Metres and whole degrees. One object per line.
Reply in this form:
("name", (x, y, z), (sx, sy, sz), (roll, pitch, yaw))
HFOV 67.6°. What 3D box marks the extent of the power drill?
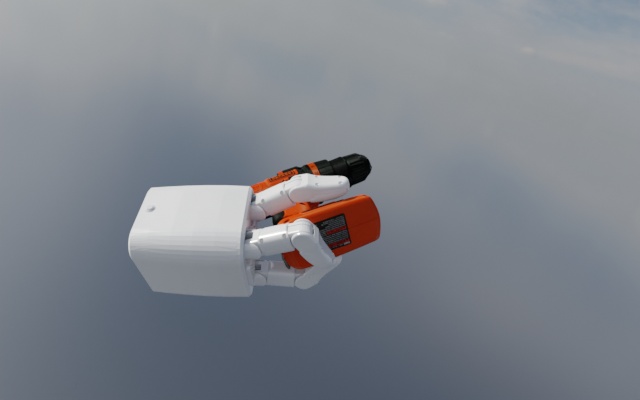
("power drill", (0.000, 0.002, 0.558), (0.184, 0.057, 0.187), (-21, 21, -10))
